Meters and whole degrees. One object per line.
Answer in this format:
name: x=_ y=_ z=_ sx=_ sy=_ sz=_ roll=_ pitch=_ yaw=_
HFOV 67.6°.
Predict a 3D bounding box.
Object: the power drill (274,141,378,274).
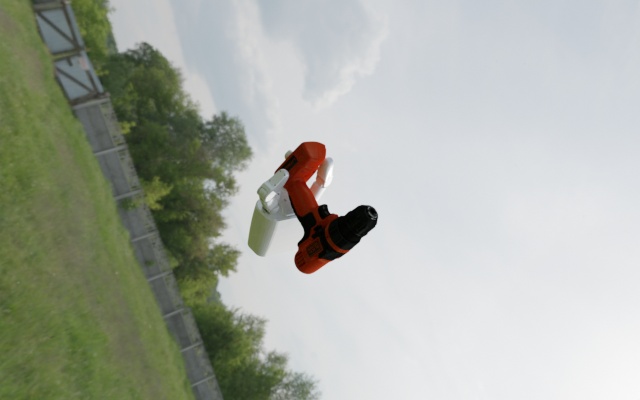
power drill: x=0.000 y=0.002 z=0.756 sx=0.057 sy=0.187 sz=0.184 roll=4 pitch=-32 yaw=-41
